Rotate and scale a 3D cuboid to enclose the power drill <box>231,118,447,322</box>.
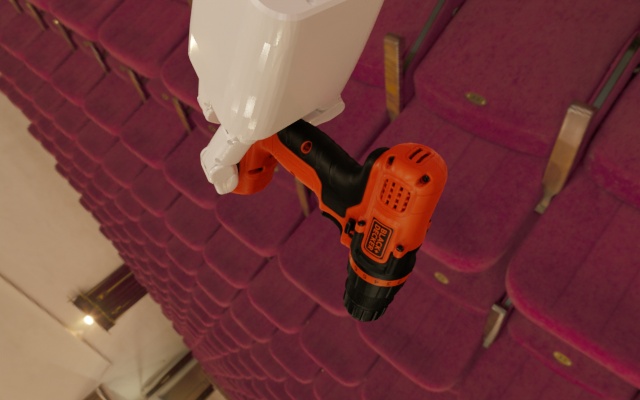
[{"bbox_3d":[0.000,0.001,0.402,0.187,0.185,0.057,32,44,20],"label":"power drill"}]
